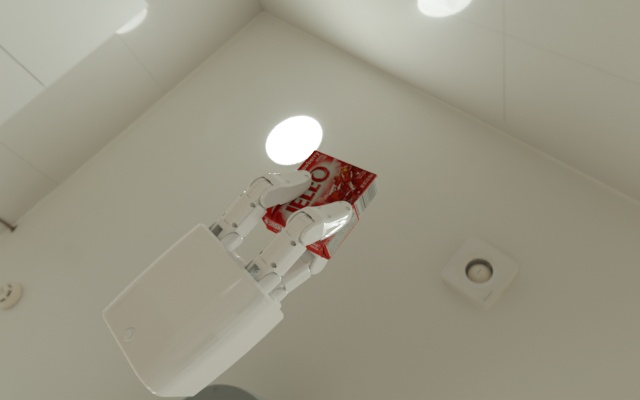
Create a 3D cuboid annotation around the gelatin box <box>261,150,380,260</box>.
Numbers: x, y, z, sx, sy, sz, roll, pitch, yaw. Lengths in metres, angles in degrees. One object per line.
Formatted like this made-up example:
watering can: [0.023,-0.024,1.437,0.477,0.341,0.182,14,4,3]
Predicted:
gelatin box: [0.000,0.001,0.438,0.073,0.089,0.030,25,-28,30]
